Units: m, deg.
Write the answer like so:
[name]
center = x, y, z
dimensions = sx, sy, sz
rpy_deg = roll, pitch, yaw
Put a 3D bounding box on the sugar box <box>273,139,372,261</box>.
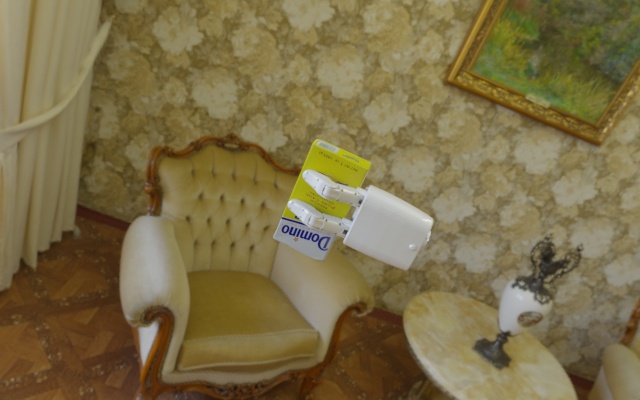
[sugar box]
center = 0.000, 0.003, 0.744
dimensions = 0.093, 0.176, 0.048
rpy_deg = 25, 22, 4
